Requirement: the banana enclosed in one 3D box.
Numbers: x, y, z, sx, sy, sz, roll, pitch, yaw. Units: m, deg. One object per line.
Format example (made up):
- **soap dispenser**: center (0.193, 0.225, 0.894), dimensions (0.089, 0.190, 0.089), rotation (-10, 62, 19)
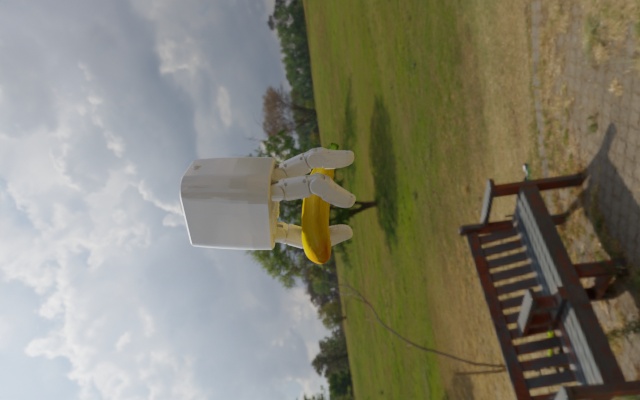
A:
- **banana**: center (-0.003, 0.012, 0.607), dimensions (0.037, 0.197, 0.070), rotation (10, -43, -6)
